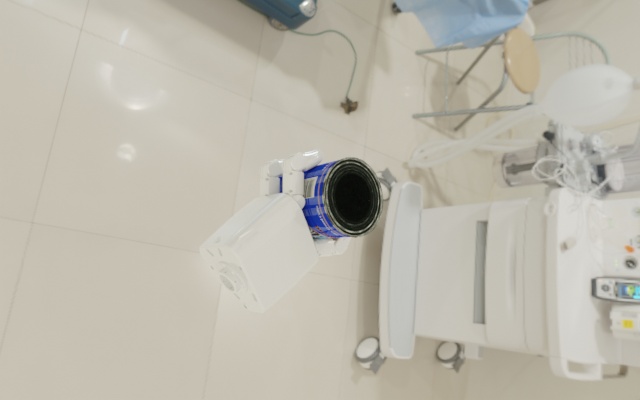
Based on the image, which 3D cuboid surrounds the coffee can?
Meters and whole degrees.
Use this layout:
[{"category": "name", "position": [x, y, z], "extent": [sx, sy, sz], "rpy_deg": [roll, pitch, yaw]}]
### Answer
[{"category": "coffee can", "position": [0.000, 0.002, 0.654], "extent": [0.103, 0.103, 0.140], "rpy_deg": [0, -6, -39]}]
